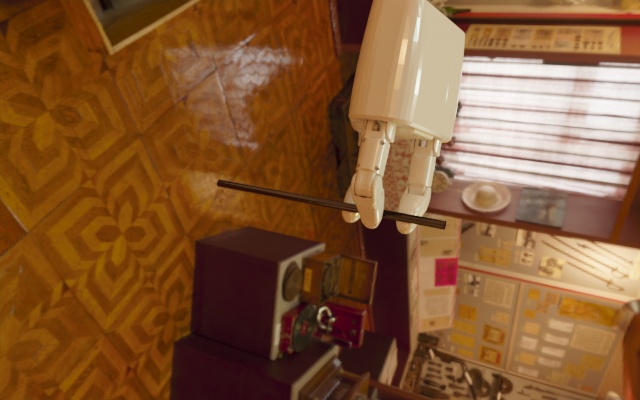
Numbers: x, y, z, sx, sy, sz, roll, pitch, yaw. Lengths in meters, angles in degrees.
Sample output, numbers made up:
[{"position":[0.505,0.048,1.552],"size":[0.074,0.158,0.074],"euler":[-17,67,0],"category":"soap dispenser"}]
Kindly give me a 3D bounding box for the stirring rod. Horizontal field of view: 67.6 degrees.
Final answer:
[{"position":[0.000,0.001,0.464],"size":[0.239,0.011,0.011],"euler":[11,4,23],"category":"stirring rod"}]
